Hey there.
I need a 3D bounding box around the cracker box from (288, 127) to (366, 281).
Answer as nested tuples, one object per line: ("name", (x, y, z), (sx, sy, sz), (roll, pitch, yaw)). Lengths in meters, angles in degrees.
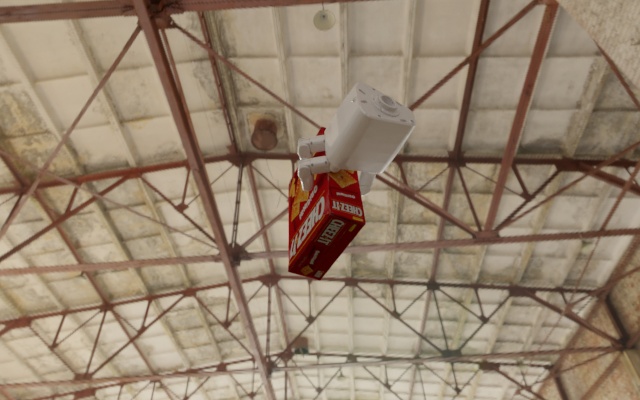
("cracker box", (0.000, 0.003, 0.834), (0.072, 0.213, 0.164), (17, -48, -19))
